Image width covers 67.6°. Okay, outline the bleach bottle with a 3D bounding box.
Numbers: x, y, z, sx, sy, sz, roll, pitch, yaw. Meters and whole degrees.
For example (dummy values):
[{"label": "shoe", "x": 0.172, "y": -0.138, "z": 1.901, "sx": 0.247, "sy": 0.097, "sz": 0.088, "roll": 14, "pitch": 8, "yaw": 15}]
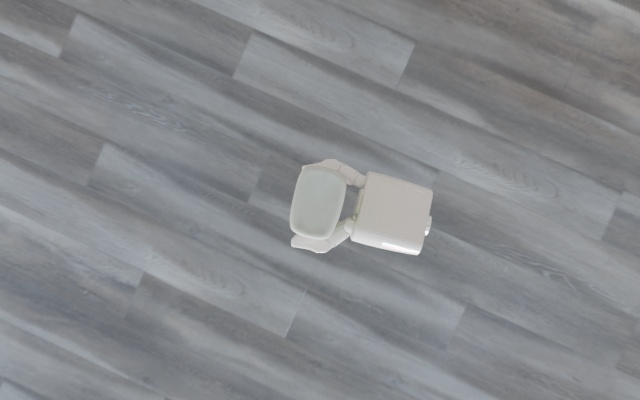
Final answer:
[{"label": "bleach bottle", "x": 0.000, "y": 0.003, "z": 0.763, "sx": 0.068, "sy": 0.102, "sz": 0.251, "roll": 15, "pitch": 2, "yaw": 2}]
